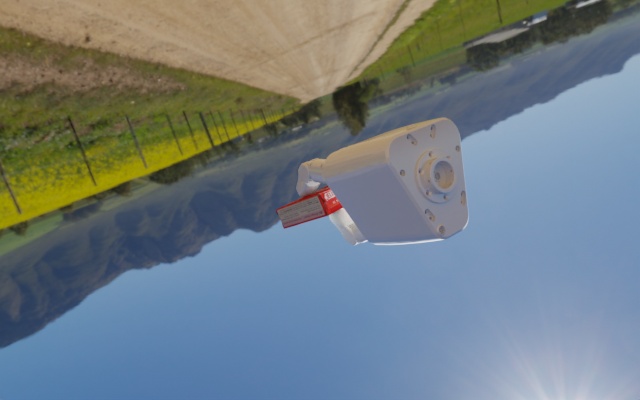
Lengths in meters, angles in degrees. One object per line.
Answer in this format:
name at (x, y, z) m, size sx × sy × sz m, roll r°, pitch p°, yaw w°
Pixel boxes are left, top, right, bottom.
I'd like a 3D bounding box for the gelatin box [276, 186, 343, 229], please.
gelatin box at (0.000, 0.002, 0.587) m, size 0.073 × 0.030 × 0.089 m, roll -26°, pitch 3°, yaw -42°
